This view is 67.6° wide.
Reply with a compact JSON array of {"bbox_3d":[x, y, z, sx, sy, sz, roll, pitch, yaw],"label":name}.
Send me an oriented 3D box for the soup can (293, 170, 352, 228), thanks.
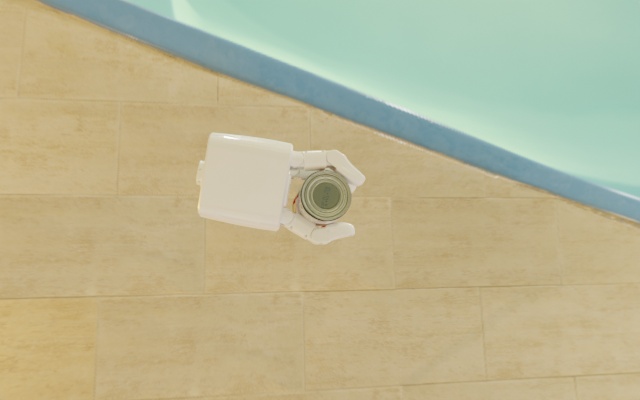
[{"bbox_3d":[0.001,0.002,0.649,0.068,0.068,0.102,0,-10,-9],"label":"soup can"}]
